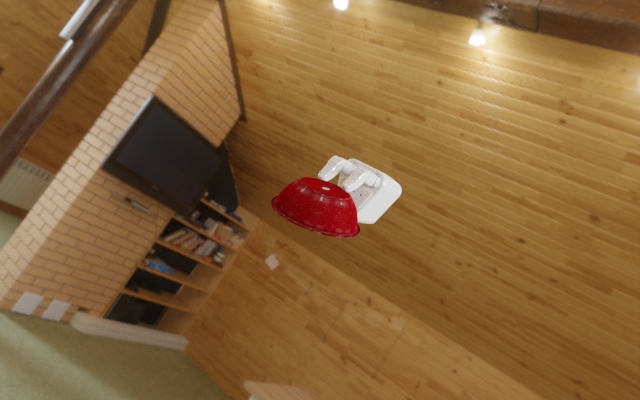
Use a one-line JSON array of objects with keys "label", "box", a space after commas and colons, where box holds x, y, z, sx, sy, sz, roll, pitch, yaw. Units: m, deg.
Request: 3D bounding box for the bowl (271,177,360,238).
[{"label": "bowl", "box": [0.000, 0.002, 0.811, 0.162, 0.055, 0.162, 18, 17, -6]}]
